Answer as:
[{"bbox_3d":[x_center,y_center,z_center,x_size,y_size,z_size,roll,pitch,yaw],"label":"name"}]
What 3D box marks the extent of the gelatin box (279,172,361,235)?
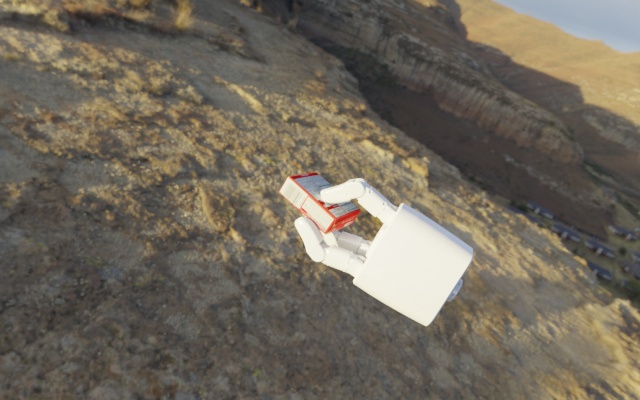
[{"bbox_3d":[0.000,0.002,0.634,0.089,0.030,0.073,42,25,17],"label":"gelatin box"}]
